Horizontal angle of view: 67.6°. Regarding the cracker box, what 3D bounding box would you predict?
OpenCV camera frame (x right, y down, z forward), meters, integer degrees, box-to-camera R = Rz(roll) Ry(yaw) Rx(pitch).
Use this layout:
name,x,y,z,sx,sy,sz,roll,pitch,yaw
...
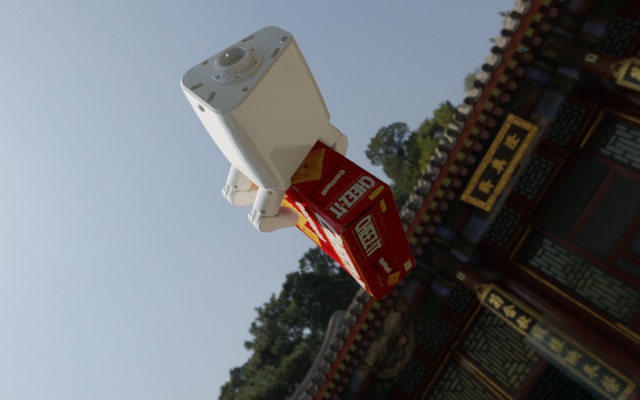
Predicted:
name,x,y,z,sx,sy,sz,roll,pitch,yaw
cracker box,0.000,0.002,0.562,0.213,0.072,0.164,38,-14,38
